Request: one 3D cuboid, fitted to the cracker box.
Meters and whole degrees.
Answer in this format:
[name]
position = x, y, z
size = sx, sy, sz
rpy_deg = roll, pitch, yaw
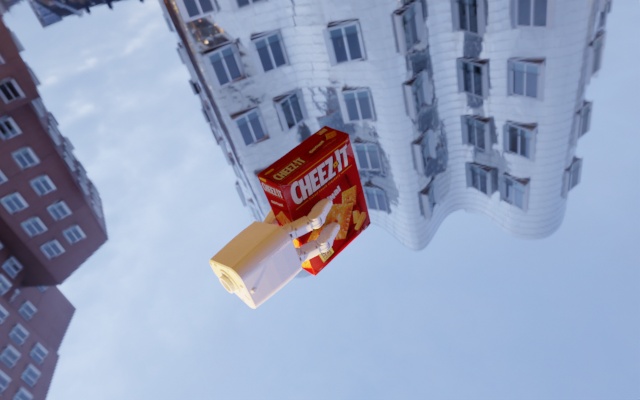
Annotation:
[cracker box]
position = 0.000, 0.003, 0.854
size = 0.164, 0.214, 0.072
rpy_deg = -40, 42, -26
